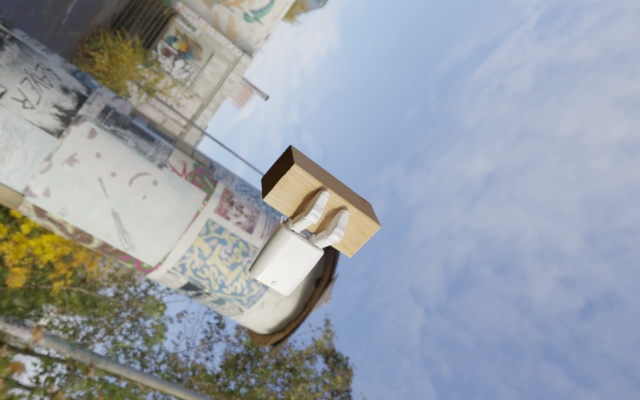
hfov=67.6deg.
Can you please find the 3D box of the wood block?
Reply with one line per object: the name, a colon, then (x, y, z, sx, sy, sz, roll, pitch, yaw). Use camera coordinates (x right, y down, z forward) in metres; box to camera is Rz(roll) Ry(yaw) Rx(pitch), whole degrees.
wood block: (0.000, 0.003, 0.877, 0.206, 0.090, 0.090, 35, 18, -24)
